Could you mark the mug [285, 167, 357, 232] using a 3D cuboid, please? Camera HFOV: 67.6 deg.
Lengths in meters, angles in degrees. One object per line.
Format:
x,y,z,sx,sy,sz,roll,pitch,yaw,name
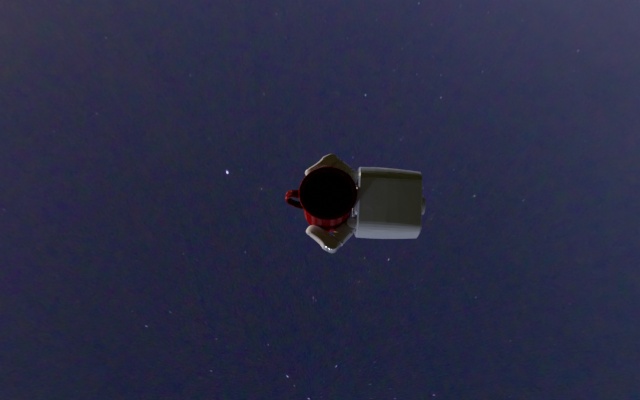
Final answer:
-0.001,0.003,0.791,0.117,0.093,0.081,3,-23,2,mug
